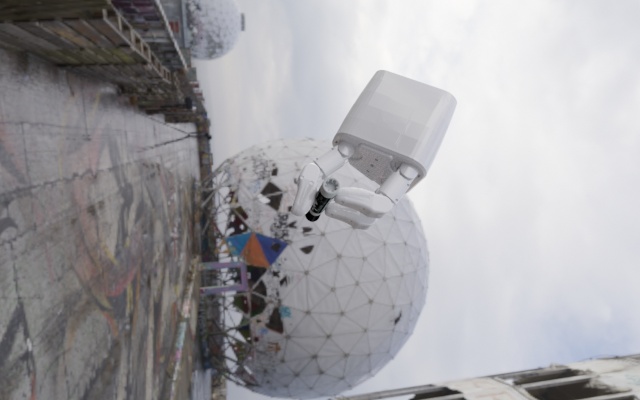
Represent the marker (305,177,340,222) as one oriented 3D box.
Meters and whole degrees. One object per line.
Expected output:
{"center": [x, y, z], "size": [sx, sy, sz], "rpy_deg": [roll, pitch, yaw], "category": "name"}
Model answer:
{"center": [0.000, 0.002, 0.542], "size": [0.020, 0.020, 0.121], "rpy_deg": [0, -17, -11], "category": "marker"}
